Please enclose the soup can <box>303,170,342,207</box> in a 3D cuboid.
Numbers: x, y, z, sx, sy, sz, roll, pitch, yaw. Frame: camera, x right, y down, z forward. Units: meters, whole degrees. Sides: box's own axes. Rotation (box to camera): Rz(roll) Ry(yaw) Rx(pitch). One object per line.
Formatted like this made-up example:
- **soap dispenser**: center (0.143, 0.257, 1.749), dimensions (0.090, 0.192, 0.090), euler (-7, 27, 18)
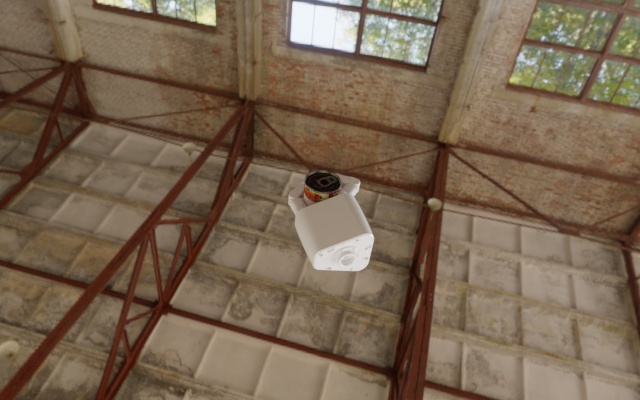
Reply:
- **soup can**: center (0.000, 0.003, 0.897), dimensions (0.068, 0.102, 0.068), euler (4, 40, -3)
